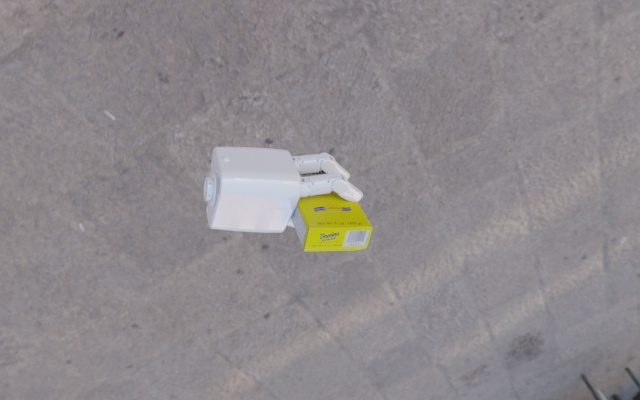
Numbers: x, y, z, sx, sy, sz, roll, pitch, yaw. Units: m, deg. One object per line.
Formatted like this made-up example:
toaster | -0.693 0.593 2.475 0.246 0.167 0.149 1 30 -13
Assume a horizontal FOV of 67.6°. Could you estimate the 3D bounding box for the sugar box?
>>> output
sugar box | 0.000 0.002 0.693 0.093 0.048 0.176 1 36 -21
